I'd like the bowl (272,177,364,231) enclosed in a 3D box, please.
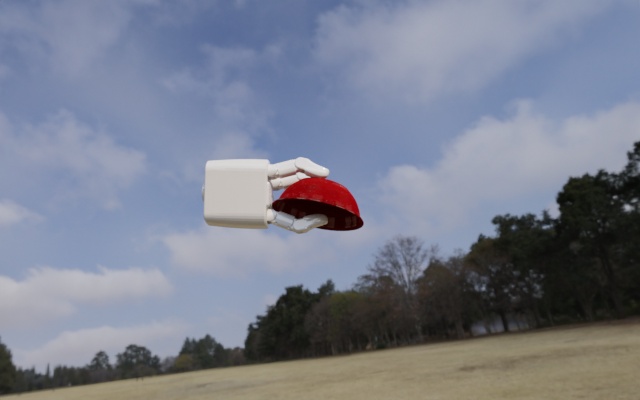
[{"bbox_3d":[0.001,0.003,0.828,0.162,0.055,0.162,11,-18,4],"label":"bowl"}]
